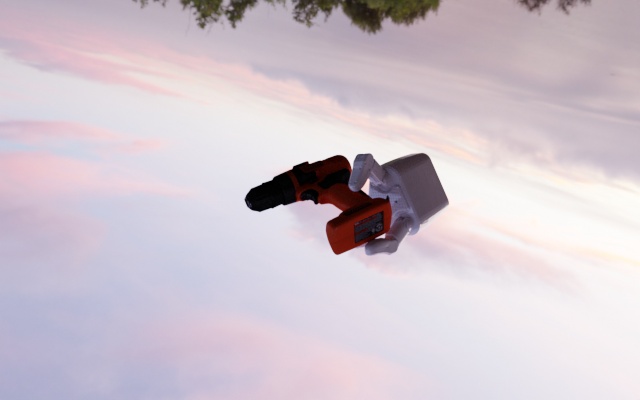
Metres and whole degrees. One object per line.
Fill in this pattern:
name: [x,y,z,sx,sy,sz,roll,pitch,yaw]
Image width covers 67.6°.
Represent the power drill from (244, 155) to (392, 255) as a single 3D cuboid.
power drill: [0.001,0.002,0.709,0.184,0.057,0.187,-24,39,-21]
